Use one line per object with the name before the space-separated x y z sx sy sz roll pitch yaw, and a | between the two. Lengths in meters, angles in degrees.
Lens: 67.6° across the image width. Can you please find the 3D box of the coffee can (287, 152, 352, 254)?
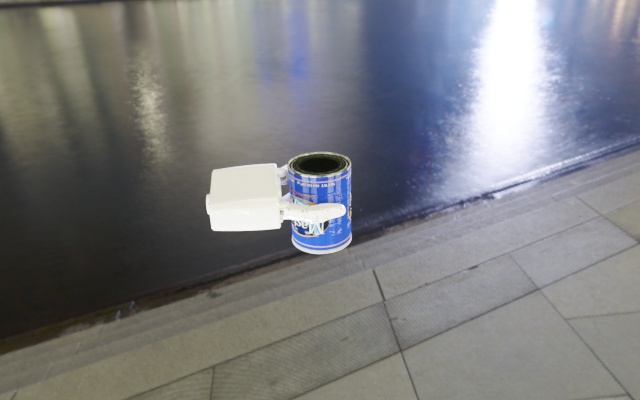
coffee can | 0.000 0.003 0.792 0.103 0.140 0.102 -2 26 1
